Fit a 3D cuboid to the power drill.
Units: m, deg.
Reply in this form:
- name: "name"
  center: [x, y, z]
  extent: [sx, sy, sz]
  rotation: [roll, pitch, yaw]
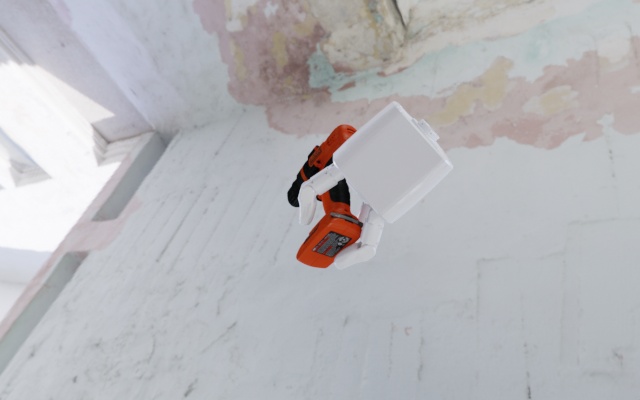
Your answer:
- name: "power drill"
  center: [0.000, 0.003, 0.709]
  extent: [0.057, 0.187, 0.184]
  rotation: [18, -44, -23]
